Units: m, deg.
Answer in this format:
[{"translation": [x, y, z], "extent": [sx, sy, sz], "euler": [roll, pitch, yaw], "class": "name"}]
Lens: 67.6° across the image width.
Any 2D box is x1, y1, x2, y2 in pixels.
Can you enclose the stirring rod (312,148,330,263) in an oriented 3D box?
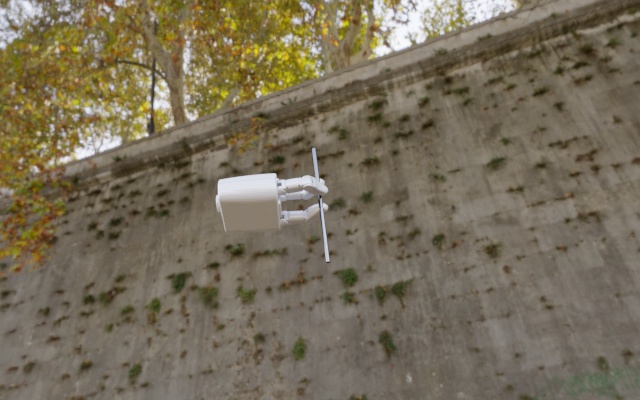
[{"translation": [0.000, 0.003, 0.890], "extent": [0.011, 0.239, 0.011], "euler": [-6, -29, -3], "class": "stirring rod"}]
